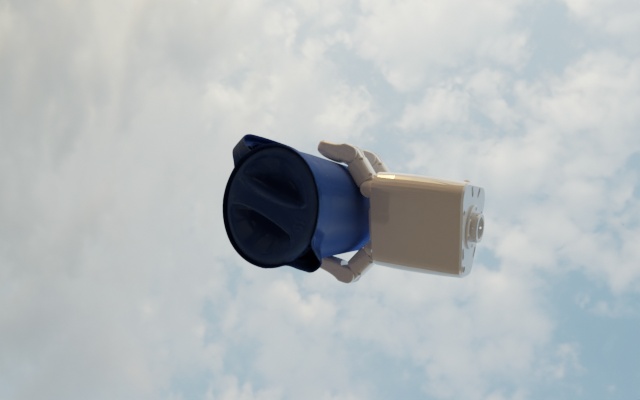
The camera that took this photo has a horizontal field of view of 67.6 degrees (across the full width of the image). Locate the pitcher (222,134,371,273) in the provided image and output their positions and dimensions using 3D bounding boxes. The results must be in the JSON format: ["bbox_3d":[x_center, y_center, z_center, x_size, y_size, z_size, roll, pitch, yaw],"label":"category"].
[{"bbox_3d":[0.000,0.002,0.605,0.145,0.149,0.243,5,0,33],"label":"pitcher"}]
